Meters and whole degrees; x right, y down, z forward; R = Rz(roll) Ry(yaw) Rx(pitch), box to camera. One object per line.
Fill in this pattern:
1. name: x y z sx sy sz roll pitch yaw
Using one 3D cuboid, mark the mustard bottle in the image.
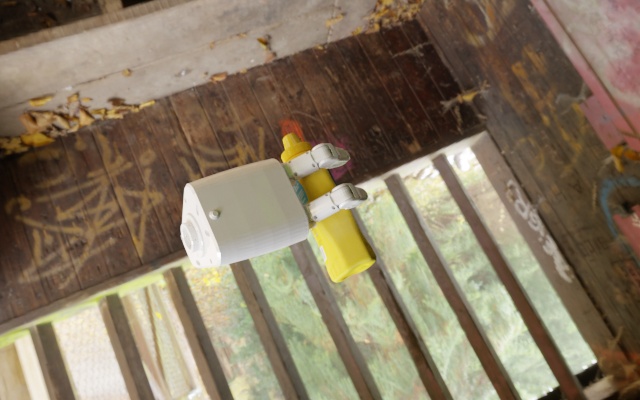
1. mustard bottle: 0.001 0.002 0.586 0.058 0.191 0.096 -25 -14 -8
